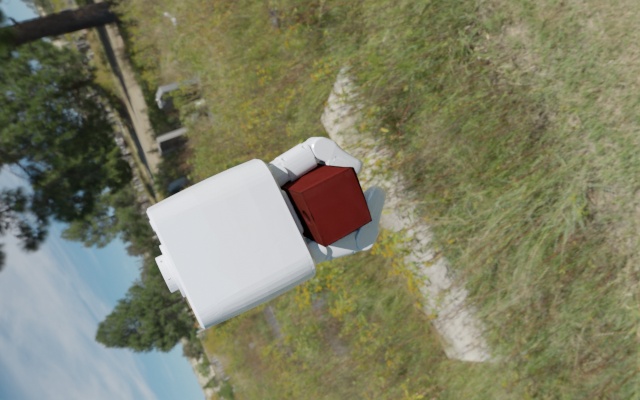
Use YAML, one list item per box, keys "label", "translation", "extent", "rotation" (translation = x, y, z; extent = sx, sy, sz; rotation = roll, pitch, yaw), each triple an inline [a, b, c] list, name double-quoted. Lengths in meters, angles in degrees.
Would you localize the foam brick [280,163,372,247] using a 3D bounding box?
- label: "foam brick"
  translation: [0.000, 0.001, 0.427]
  extent: [0.051, 0.053, 0.078]
  rotation: [-27, 16, -19]
